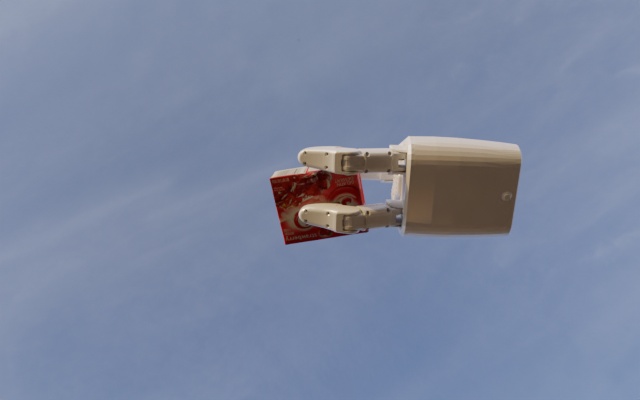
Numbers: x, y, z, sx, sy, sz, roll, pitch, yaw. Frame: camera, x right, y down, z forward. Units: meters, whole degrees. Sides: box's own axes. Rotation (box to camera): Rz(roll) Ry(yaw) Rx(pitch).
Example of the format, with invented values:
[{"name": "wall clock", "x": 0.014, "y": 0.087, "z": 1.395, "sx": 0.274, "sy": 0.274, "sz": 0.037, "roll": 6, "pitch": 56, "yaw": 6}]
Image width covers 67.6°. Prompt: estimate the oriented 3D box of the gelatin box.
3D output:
[{"name": "gelatin box", "x": 0.000, "y": 0.001, "z": 0.484, "sx": 0.089, "sy": 0.073, "sz": 0.030, "roll": -9, "pitch": 17, "yaw": 11}]
